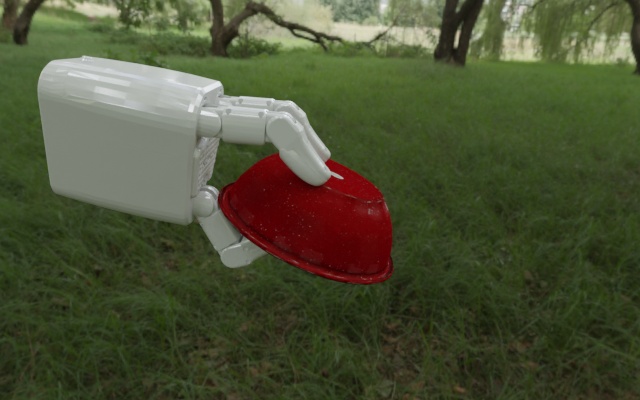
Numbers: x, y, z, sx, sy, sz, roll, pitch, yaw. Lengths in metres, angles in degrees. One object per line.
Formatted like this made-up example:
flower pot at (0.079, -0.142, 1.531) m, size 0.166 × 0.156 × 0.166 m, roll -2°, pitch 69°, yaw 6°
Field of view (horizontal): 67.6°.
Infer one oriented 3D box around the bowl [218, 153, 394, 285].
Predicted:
bowl at (0.001, 0.001, 0.402) m, size 0.162 × 0.055 × 0.162 m, roll 23°, pitch 17°, yaw -8°
